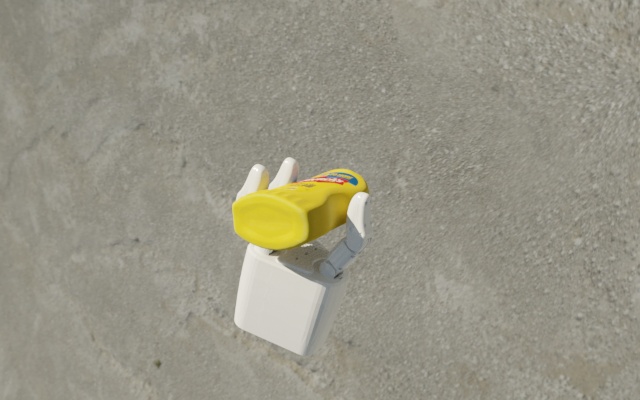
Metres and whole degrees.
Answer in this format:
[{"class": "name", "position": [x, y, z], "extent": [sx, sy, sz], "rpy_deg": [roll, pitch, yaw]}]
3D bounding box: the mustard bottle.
[{"class": "mustard bottle", "position": [0.000, 0.001, 0.531], "extent": [0.096, 0.058, 0.191], "rpy_deg": [2, 13, 34]}]
